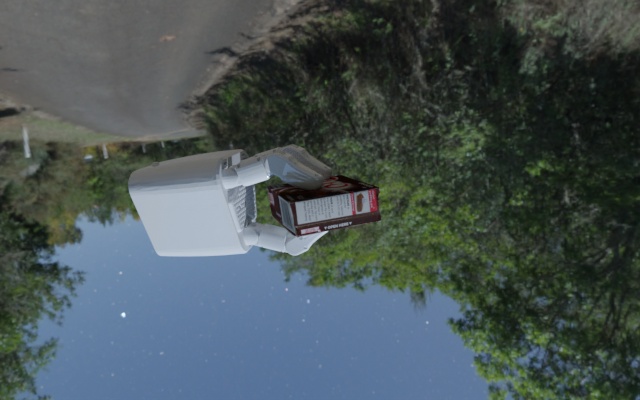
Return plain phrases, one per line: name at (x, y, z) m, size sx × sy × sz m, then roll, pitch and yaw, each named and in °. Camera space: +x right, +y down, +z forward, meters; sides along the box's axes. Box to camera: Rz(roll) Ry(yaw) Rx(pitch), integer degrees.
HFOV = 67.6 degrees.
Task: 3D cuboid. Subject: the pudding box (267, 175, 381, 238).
pudding box at (0.000, 0.002, 0.494) m, size 0.090 × 0.039 × 0.113 m, roll -11°, pitch 14°, yaw -15°
